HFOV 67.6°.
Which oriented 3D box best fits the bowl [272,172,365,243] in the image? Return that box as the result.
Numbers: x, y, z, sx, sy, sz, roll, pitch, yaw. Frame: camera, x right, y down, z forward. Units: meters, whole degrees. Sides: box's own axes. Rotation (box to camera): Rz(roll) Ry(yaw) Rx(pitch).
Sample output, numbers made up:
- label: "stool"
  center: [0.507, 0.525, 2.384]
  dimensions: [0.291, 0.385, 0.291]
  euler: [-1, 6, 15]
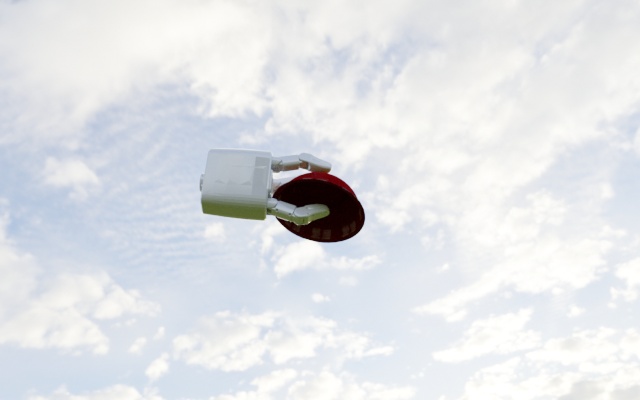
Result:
- label: "bowl"
  center: [0.001, 0.003, 0.818]
  dimensions: [0.162, 0.055, 0.162]
  euler: [8, -42, 8]
